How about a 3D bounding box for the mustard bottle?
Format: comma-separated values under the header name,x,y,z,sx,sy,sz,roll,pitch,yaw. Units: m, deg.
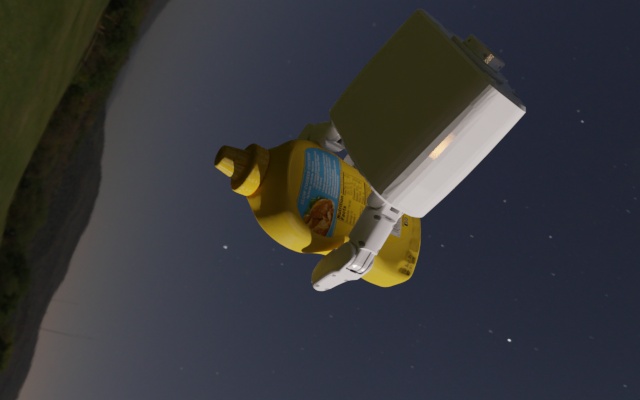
name,x,y,z,sx,sy,sz,roll,pitch,yaw
mustard bottle,0.000,0.002,0.407,0.192,0.096,0.058,25,-34,-28
